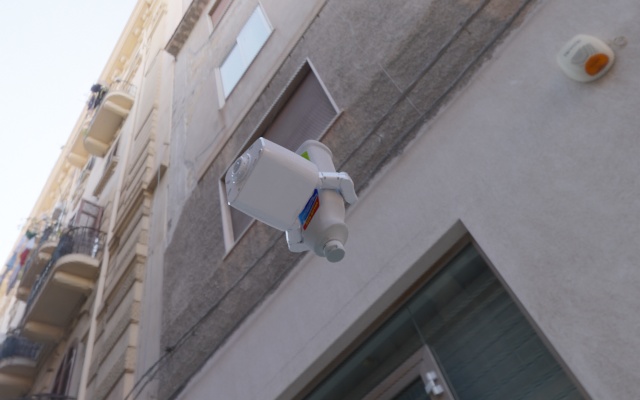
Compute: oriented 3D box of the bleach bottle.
[{"bbox_3d":[0.000,0.003,0.803,0.068,0.102,0.250,27,25,-31],"label":"bleach bottle"}]
